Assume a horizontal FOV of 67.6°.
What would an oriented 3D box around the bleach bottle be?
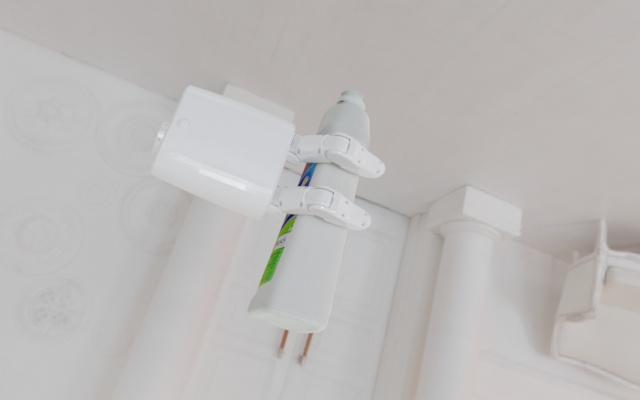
[{"bbox_3d":[0.000,0.002,0.485,0.068,0.250,0.102,21,-22,-12],"label":"bleach bottle"}]
